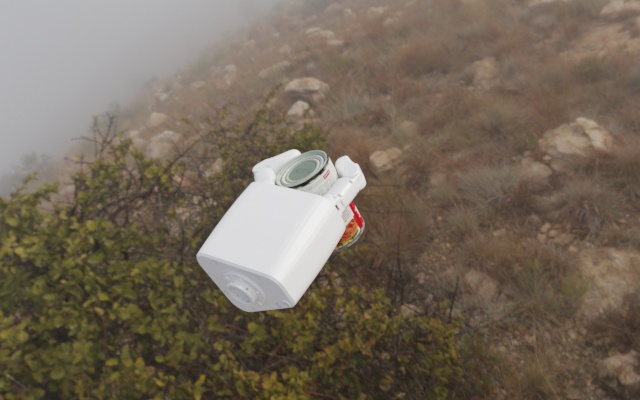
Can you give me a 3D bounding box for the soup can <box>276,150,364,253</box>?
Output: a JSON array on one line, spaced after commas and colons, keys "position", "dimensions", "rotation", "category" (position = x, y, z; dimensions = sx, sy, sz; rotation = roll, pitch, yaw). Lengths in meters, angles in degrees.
[{"position": [0.000, 0.001, 0.553], "dimensions": [0.068, 0.102, 0.068], "rotation": [-22, 32, 14], "category": "soup can"}]
